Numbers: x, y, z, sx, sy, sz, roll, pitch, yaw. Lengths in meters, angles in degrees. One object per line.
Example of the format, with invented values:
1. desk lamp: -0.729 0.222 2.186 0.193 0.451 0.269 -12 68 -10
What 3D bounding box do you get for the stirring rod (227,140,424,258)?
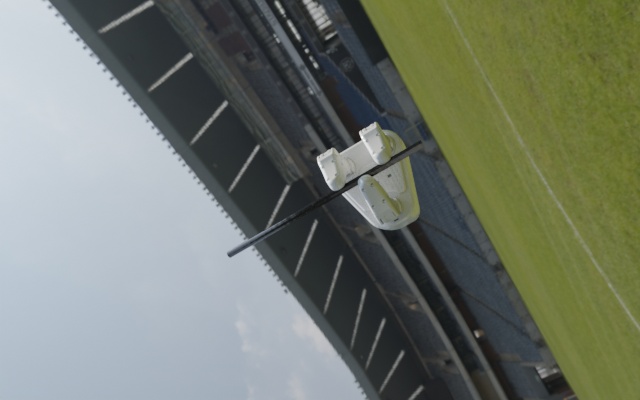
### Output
1. stirring rod: 0.000 0.002 0.502 0.239 0.011 0.011 -30 -7 13
